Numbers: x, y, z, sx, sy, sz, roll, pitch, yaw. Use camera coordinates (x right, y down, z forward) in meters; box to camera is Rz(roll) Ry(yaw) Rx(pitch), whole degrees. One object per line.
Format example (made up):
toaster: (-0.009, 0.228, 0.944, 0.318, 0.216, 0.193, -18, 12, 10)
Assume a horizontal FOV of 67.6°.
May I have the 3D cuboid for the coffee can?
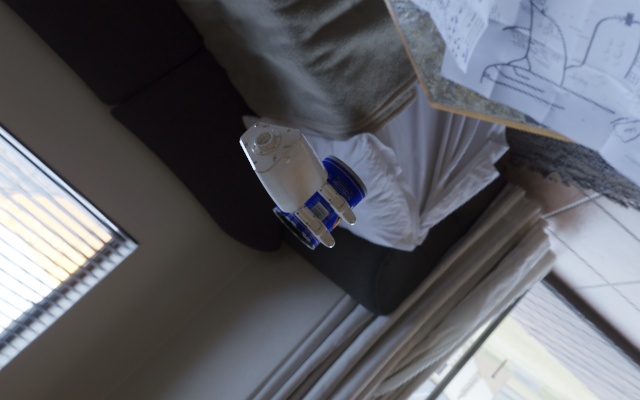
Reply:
coffee can: (0.000, 0.003, 0.855, 0.140, 0.103, 0.103, -45, 10, -11)
